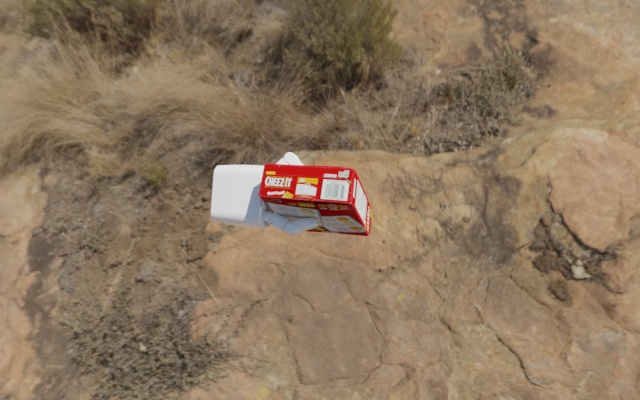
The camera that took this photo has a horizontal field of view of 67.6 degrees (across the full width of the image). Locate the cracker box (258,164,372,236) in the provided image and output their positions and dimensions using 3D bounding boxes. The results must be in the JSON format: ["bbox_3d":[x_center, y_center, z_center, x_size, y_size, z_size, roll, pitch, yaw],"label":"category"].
[{"bbox_3d":[0.000,0.003,0.890,0.164,0.072,0.214,4,-17,15],"label":"cracker box"}]
